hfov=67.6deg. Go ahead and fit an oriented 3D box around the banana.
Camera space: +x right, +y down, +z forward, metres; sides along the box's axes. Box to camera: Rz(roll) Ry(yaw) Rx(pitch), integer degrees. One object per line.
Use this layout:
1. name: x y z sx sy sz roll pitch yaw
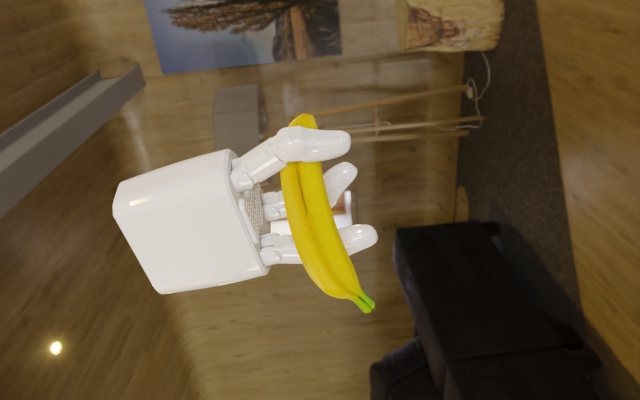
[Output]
1. banana: -0.006 -0.001 0.404 0.037 0.197 0.070 -22 -24 16
